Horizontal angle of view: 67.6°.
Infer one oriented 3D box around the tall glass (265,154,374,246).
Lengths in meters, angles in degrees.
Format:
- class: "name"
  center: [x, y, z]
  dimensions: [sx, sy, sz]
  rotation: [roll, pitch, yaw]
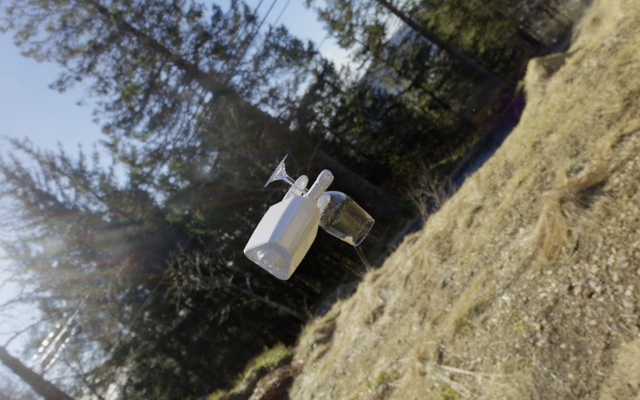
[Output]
- class: "tall glass"
  center: [0.000, 0.002, 0.877]
  dimensions: [0.201, 0.079, 0.079]
  rotation: [35, -4, -5]
